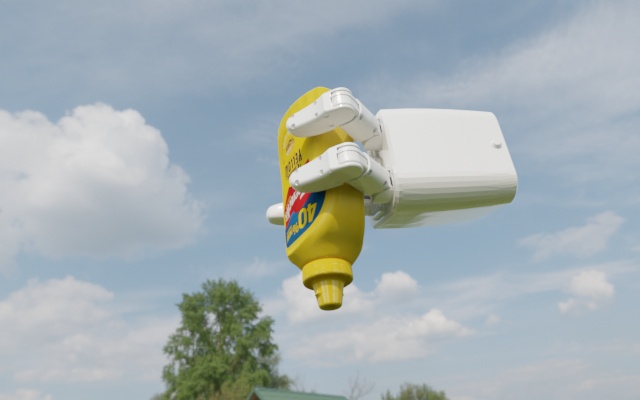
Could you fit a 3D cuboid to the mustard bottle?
[{"bbox_3d":[0.000,0.001,0.419,0.058,0.191,0.096,12,-35,-28],"label":"mustard bottle"}]
